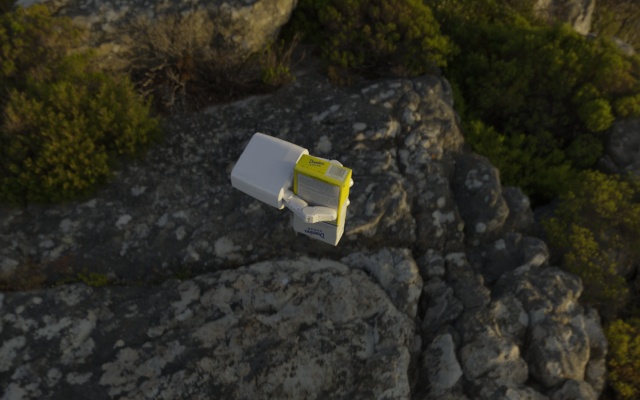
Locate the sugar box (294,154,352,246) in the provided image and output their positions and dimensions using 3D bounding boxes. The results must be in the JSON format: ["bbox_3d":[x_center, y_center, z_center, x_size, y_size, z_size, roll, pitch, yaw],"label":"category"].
[{"bbox_3d":[0.000,0.002,0.863,0.093,0.048,0.176,20,-36,12],"label":"sugar box"}]
